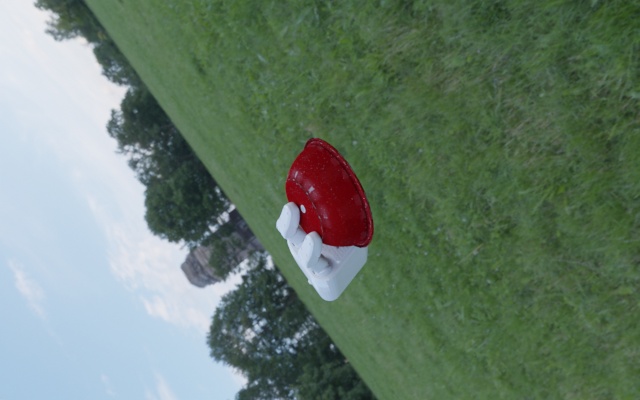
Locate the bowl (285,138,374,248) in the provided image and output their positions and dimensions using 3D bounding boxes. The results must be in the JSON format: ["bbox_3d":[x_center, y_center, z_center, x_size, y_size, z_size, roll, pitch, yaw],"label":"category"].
[{"bbox_3d":[0.000,0.001,0.628,0.055,0.162,0.162,-27,10,-21],"label":"bowl"}]
